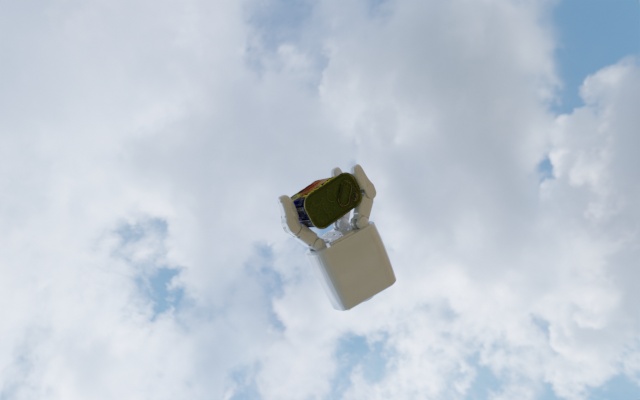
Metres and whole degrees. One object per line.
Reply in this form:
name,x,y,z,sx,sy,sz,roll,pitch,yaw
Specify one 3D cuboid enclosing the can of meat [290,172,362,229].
can of meat,0.000,0.002,0.748,0.102,0.057,0.084,-34,13,-28
